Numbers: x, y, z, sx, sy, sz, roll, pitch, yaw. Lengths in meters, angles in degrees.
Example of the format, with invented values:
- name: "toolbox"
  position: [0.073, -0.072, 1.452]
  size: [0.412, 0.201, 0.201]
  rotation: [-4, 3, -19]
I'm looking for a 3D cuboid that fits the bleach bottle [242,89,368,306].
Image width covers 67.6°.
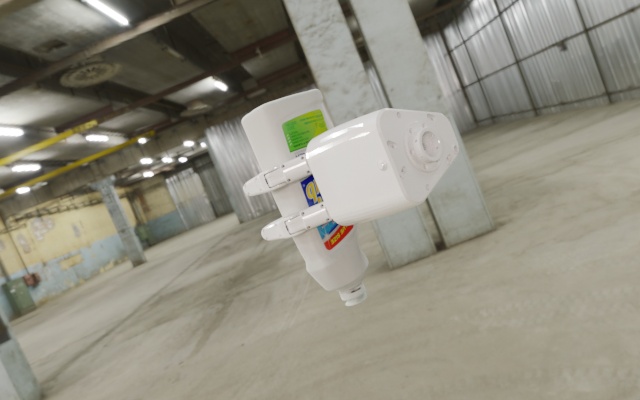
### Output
- name: "bleach bottle"
  position: [0.000, 0.002, 0.567]
  size: [0.102, 0.251, 0.068]
  rotation: [-27, 6, -39]
